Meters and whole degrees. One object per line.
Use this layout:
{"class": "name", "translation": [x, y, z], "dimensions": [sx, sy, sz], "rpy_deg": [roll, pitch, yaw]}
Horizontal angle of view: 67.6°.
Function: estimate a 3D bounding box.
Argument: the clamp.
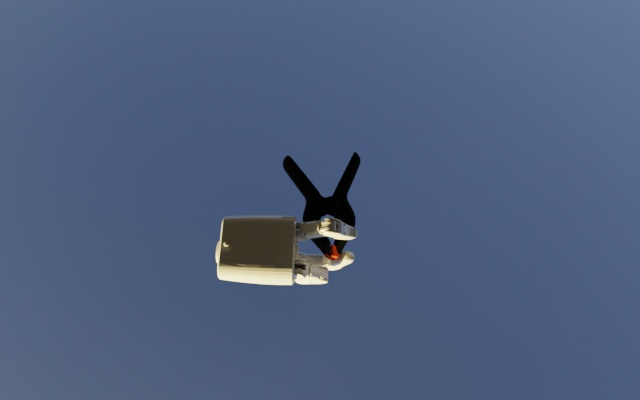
{"class": "clamp", "translation": [0.000, 0.003, 0.719], "dimensions": [0.120, 0.171, 0.039], "rpy_deg": [2, -20, -1]}
